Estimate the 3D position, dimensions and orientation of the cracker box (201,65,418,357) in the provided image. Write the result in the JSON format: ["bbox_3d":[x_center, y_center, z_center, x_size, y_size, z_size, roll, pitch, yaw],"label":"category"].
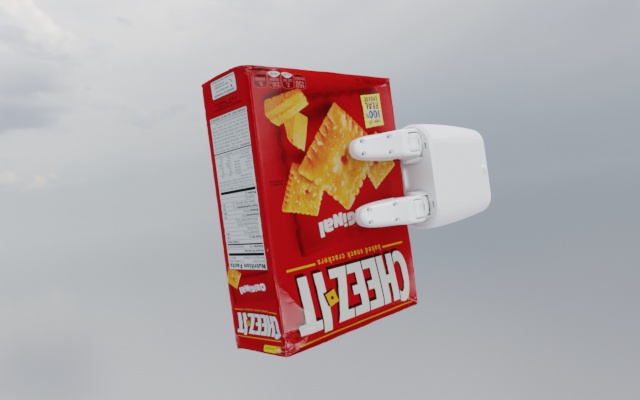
[{"bbox_3d":[0.000,0.001,0.407,0.164,0.213,0.072,-8,0,-43],"label":"cracker box"}]
